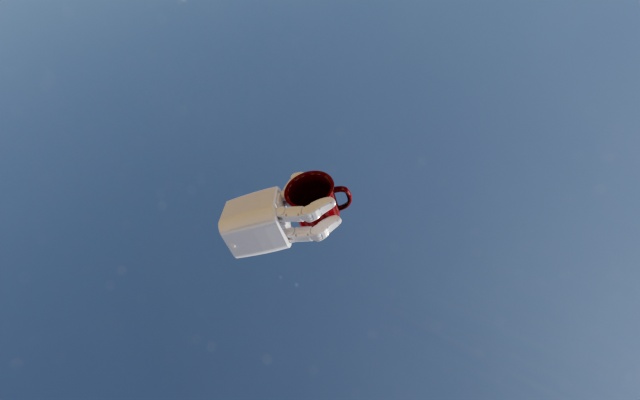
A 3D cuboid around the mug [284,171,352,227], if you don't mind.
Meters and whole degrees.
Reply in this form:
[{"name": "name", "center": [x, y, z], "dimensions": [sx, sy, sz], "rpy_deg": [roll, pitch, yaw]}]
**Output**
[{"name": "mug", "center": [0.002, 0.003, 0.880], "dimensions": [0.117, 0.093, 0.082], "rpy_deg": [-13, -45, 7]}]
